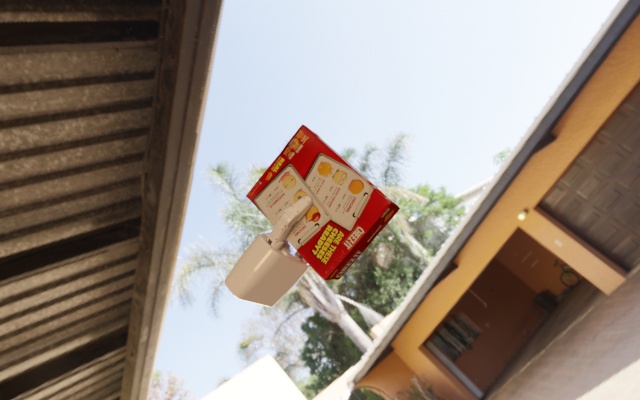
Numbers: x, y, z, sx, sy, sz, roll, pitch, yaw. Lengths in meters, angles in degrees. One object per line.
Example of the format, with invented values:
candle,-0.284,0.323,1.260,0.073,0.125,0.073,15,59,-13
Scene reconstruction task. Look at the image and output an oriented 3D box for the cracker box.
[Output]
cracker box,0.000,0.003,0.806,0.213,0.164,0.072,44,11,24
